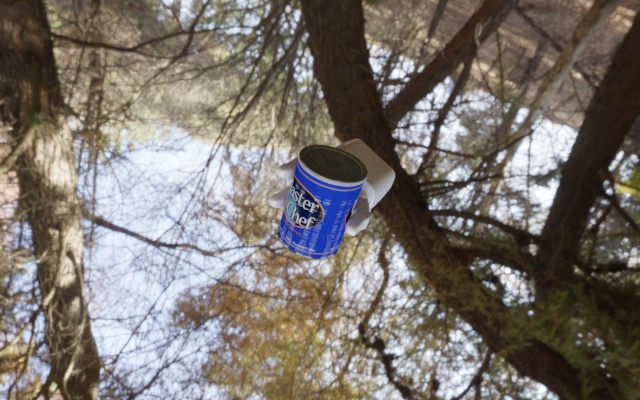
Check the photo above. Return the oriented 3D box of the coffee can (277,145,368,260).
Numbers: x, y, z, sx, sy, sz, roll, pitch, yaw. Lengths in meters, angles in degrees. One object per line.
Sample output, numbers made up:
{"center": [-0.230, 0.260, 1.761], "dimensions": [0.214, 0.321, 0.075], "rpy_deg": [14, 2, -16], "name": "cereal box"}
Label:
{"center": [0.000, 0.002, 0.715], "dimensions": [0.103, 0.140, 0.102], "rpy_deg": [13, 32, -9], "name": "coffee can"}
